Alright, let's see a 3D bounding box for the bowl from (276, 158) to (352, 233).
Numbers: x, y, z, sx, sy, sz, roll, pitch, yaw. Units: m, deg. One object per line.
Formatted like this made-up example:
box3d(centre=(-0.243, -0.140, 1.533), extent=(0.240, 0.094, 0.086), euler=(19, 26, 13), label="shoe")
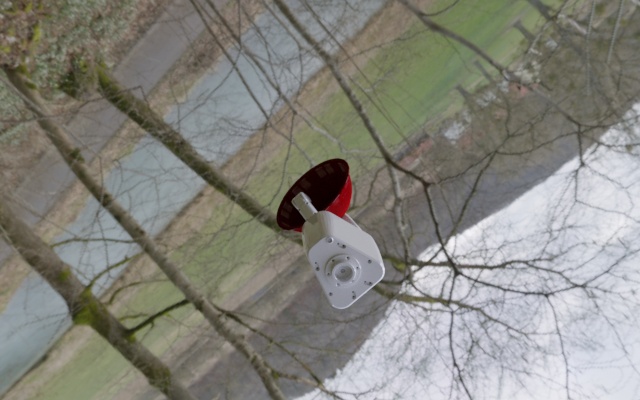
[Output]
box3d(centre=(0.000, 0.002, 0.837), extent=(0.055, 0.162, 0.162), euler=(45, -25, -28), label="bowl")
